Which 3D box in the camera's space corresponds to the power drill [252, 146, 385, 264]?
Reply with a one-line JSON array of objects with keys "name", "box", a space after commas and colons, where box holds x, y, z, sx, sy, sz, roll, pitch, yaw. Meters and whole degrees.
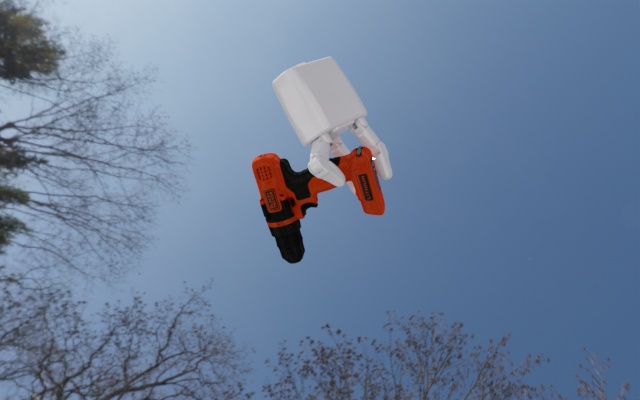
[{"name": "power drill", "box": [0.000, 0.002, 0.735, 0.187, 0.184, 0.057, -12, 18, 13]}]
